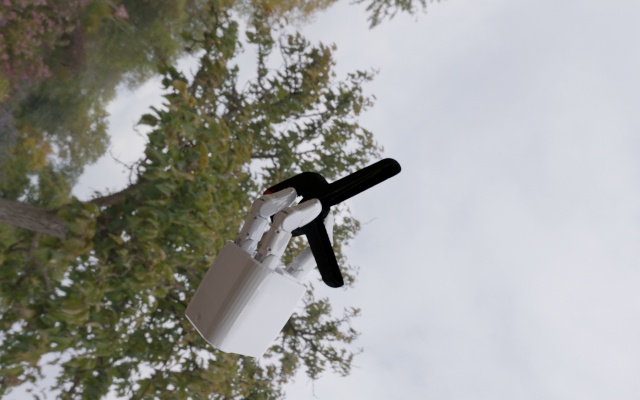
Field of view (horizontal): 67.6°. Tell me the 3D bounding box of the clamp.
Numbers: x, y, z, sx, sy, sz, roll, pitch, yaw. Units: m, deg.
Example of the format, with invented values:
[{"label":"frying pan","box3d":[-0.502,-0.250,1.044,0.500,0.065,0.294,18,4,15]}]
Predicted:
[{"label":"clamp","box3d":[0.000,0.002,0.608,0.036,0.164,0.210,39,-9,-38]}]
